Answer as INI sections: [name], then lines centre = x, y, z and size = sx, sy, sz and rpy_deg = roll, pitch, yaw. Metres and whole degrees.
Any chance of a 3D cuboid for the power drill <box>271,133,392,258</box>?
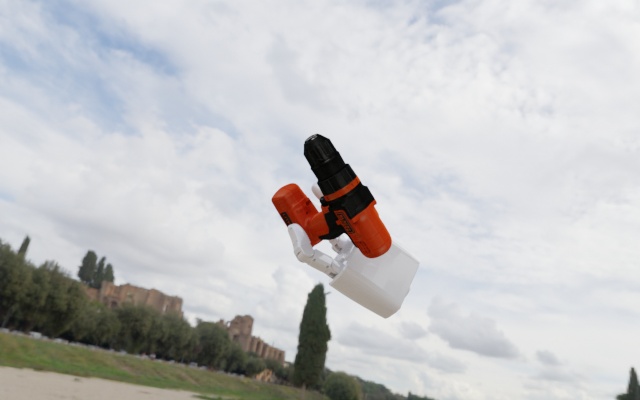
[power drill]
centre = 0.000, 0.002, 0.684
size = 0.057, 0.184, 0.187
rpy_deg = -36, 12, -27
